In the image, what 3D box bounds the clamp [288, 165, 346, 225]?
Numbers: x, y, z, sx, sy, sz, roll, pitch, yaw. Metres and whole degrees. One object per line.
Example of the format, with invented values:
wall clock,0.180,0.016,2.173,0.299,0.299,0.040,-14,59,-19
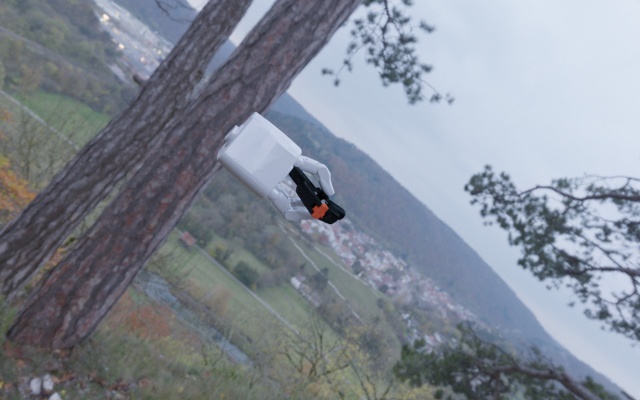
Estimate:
clamp,0.001,0.002,0.879,0.164,0.036,0.210,42,7,-18
